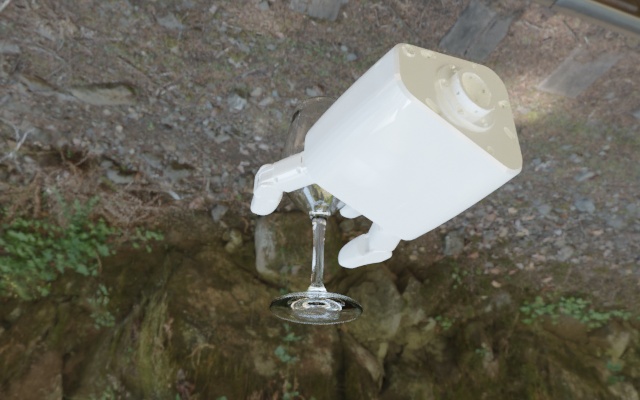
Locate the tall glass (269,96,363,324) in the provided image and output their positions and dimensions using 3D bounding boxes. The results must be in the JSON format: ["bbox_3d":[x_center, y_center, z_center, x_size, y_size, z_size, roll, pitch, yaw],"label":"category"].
[{"bbox_3d":[0.000,0.002,0.427,0.079,0.201,0.079,1,-31,1],"label":"tall glass"}]
